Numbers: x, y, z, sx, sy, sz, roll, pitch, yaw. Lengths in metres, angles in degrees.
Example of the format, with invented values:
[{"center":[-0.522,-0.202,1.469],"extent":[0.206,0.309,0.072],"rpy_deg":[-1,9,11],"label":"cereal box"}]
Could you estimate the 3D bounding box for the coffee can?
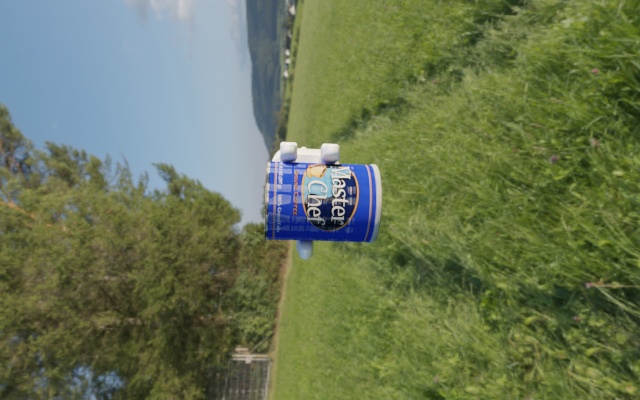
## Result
[{"center":[0.000,0.002,0.617],"extent":[0.140,0.103,0.103],"rpy_deg":[2,0,-5],"label":"coffee can"}]
